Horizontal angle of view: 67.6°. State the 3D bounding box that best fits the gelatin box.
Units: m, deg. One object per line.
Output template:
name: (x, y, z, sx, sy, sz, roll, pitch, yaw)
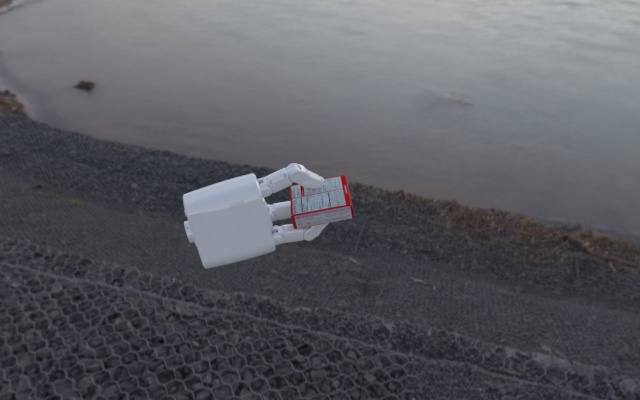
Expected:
gelatin box: (0.000, 0.002, 0.700, 0.089, 0.030, 0.073, -11, 38, 3)
